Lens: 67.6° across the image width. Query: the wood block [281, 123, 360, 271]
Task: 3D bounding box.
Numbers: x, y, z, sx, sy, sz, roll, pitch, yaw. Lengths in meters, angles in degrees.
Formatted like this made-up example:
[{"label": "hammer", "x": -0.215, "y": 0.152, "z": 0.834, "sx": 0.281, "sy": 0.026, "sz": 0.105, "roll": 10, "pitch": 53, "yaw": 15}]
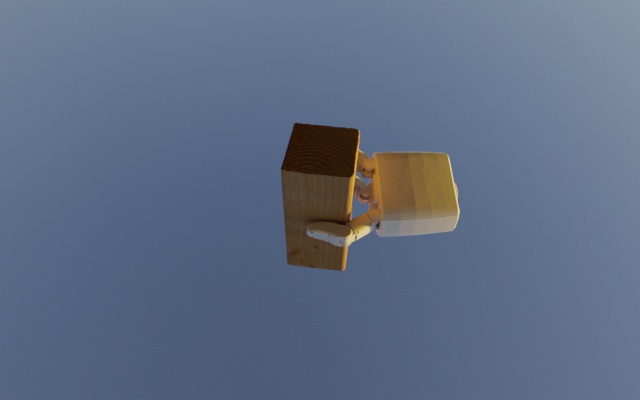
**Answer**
[{"label": "wood block", "x": 0.000, "y": 0.003, "z": 0.671, "sx": 0.090, "sy": 0.090, "sz": 0.206, "roll": 7, "pitch": -41, "yaw": 5}]
